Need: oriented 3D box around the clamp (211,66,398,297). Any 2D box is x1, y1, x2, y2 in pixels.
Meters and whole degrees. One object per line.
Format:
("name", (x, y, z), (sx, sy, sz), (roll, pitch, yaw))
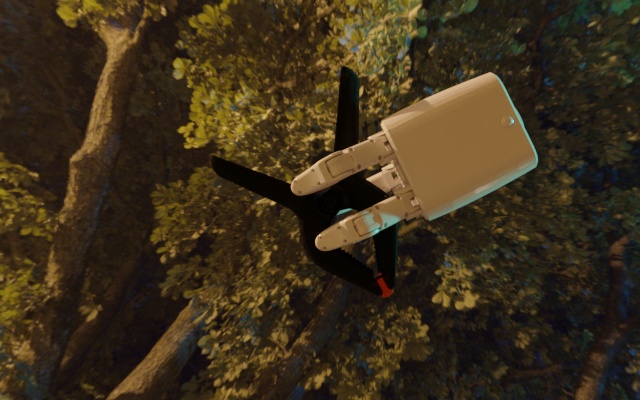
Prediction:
("clamp", (0.001, 0.002, 0.455), (0.164, 0.210, 0.036), (-26, -2, 10))
